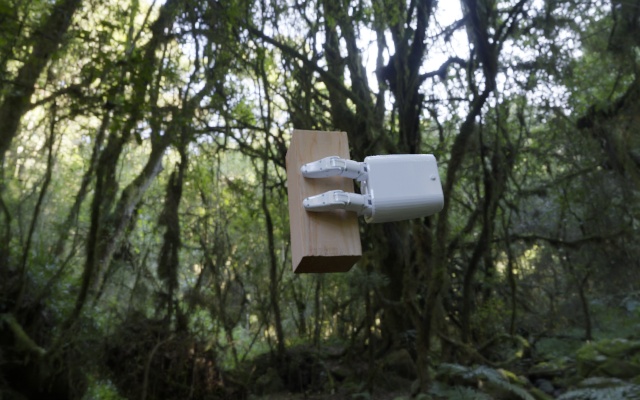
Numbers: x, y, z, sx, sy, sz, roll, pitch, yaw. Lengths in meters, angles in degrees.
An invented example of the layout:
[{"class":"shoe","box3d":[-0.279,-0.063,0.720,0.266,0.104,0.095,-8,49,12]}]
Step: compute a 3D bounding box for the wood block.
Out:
[{"class":"wood block","box3d":[0.000,0.002,0.749,0.090,0.206,0.091,0,-25,-12]}]
